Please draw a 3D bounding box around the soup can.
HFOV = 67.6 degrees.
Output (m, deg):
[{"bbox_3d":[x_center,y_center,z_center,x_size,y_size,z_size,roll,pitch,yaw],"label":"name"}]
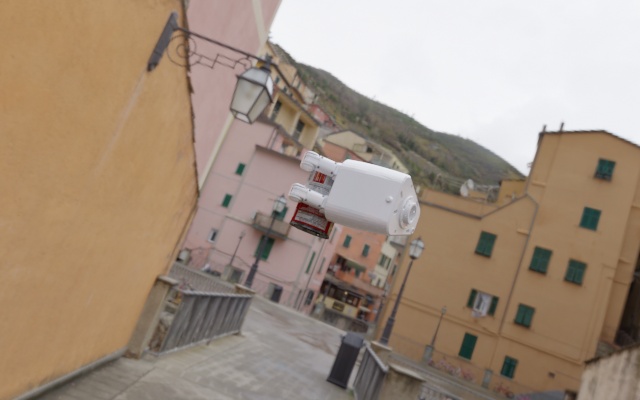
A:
[{"bbox_3d":[0.000,0.002,0.764,0.068,0.102,0.068,21,-10,4],"label":"soup can"}]
